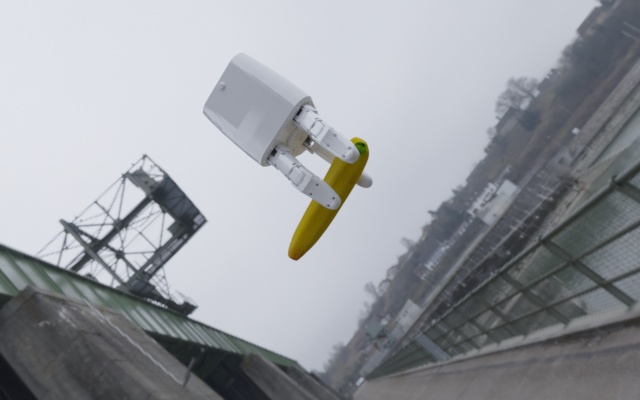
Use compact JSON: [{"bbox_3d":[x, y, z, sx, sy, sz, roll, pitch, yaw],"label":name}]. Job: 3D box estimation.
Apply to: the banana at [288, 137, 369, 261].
[{"bbox_3d":[0.011,-0.008,0.577,0.037,0.198,0.069,38,37,12],"label":"banana"}]
